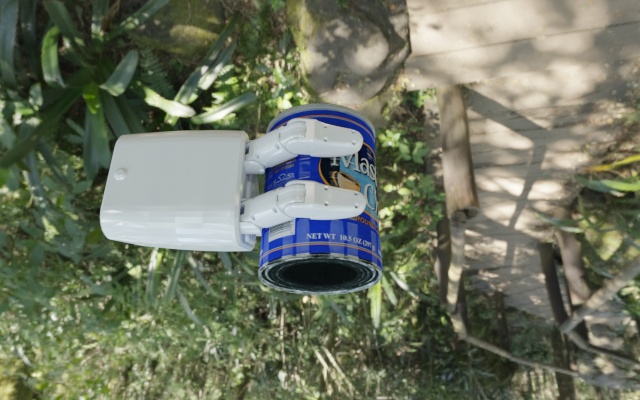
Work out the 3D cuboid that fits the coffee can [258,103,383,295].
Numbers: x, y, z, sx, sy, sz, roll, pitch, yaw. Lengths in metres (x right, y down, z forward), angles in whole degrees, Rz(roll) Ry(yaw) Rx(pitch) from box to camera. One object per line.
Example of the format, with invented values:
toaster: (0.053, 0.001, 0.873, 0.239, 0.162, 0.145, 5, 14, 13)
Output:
coffee can: (0.000, 0.001, 0.422, 0.103, 0.140, 0.103, 0, -26, 0)
